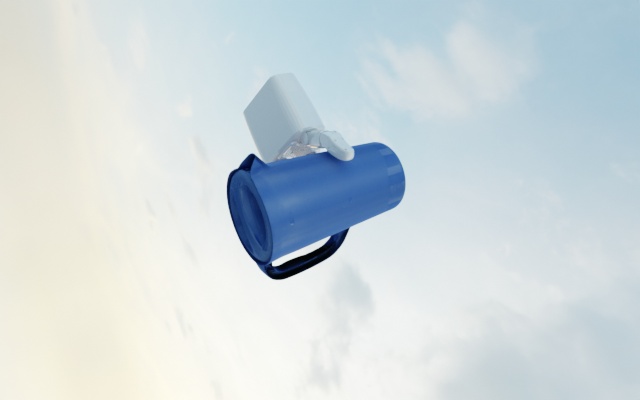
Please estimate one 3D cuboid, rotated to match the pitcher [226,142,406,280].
[{"bbox_3d":[0.000,0.002,0.684,0.243,0.145,0.149,-17,-21,-29],"label":"pitcher"}]
